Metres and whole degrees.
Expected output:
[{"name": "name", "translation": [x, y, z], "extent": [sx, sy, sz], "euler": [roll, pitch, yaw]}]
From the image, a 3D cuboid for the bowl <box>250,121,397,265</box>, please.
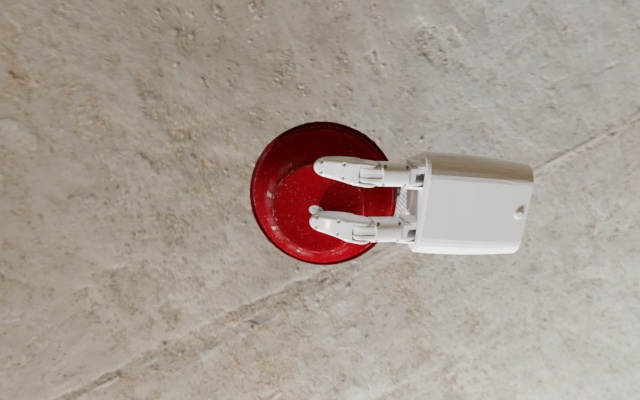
[{"name": "bowl", "translation": [-0.001, 0.002, 0.495], "extent": [0.162, 0.162, 0.055], "euler": [0, 15, 5]}]
